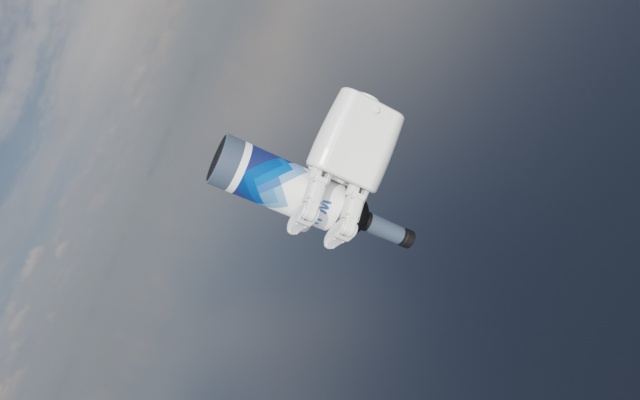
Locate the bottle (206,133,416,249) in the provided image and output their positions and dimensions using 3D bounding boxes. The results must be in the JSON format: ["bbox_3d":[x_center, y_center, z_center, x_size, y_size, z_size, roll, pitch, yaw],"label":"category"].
[{"bbox_3d":[0.000,0.002,0.634,0.296,0.069,0.069,23,-8,-19],"label":"bottle"}]
